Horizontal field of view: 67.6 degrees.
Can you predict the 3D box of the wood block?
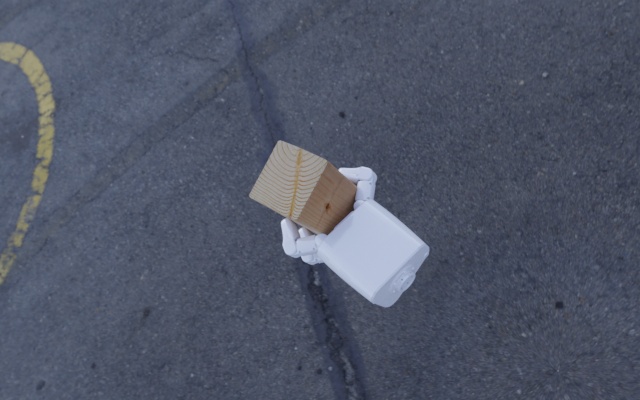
[{"bbox_3d":[0.001,0.002,0.714,0.090,0.091,0.206,26,-5,31],"label":"wood block"}]
